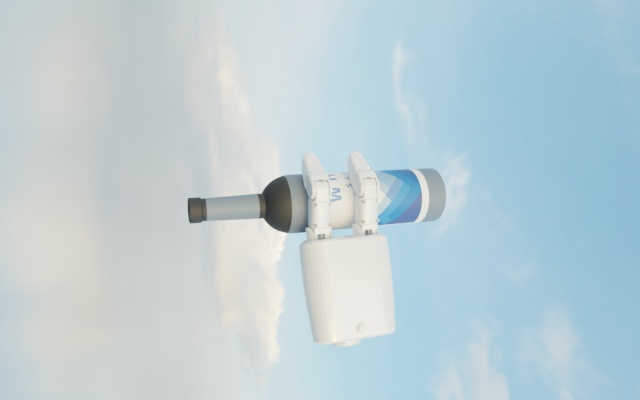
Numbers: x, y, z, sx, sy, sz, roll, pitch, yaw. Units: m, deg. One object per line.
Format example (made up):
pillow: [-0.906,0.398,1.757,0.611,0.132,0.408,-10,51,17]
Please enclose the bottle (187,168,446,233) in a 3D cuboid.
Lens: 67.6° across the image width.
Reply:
bottle: [0.000,0.002,0.550,0.296,0.069,0.069,-4,1,-19]
